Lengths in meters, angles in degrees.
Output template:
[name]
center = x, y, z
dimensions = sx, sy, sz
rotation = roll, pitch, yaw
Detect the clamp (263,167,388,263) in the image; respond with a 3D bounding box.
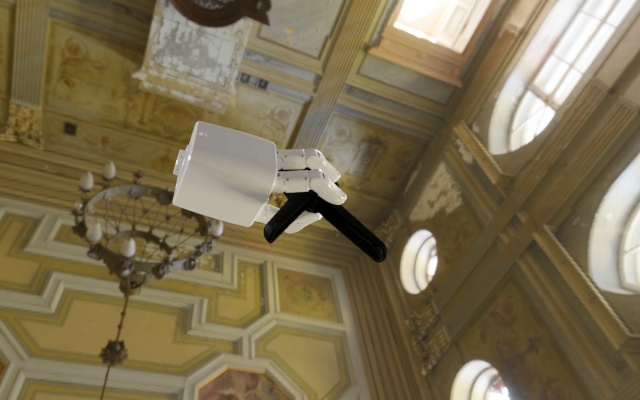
[clamp]
center = -0.001, 0.002, 0.642
dimensions = 0.164, 0.036, 0.209
rotation = 18, 31, -20
